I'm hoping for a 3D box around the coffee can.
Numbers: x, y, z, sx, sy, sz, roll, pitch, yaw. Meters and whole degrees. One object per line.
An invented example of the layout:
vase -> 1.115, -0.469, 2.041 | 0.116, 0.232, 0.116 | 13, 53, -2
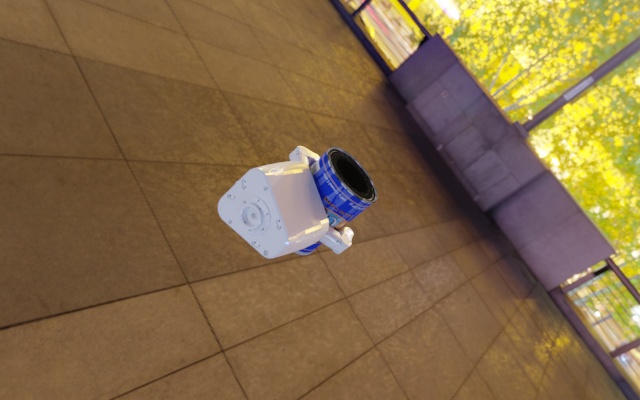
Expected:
coffee can -> 0.000, 0.002, 0.721 | 0.140, 0.102, 0.103 | -40, -21, 26
